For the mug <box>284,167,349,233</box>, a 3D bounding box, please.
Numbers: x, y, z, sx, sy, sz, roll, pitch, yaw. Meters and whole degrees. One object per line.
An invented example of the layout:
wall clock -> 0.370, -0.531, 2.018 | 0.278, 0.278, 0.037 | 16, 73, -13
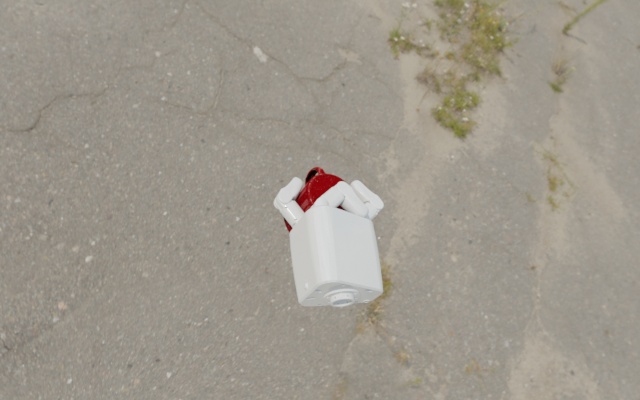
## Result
mug -> 0.000, 0.001, 0.726 | 0.093, 0.117, 0.081 | 5, -32, -25
